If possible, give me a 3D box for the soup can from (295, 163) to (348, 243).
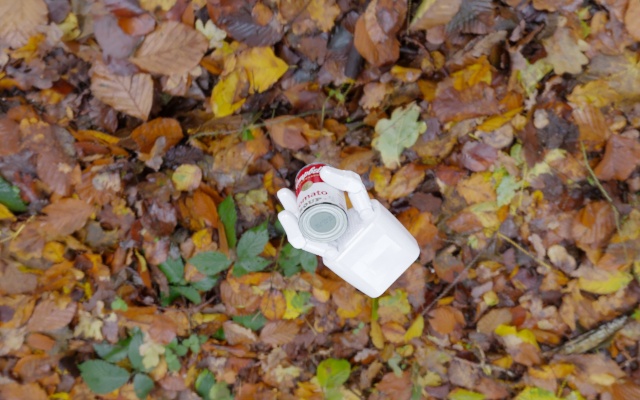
[{"bbox_3d":[0.000,0.002,0.663,0.068,0.069,0.102,0,35,-5],"label":"soup can"}]
